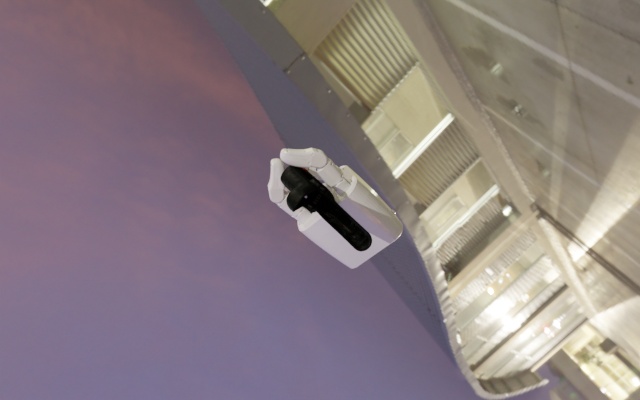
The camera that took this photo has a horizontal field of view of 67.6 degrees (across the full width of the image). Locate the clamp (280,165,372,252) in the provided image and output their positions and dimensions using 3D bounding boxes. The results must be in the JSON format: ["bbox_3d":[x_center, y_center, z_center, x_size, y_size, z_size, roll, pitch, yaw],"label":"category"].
[{"bbox_3d":[0.000,0.002,0.596,0.120,0.039,0.171,40,10,-21],"label":"clamp"}]
